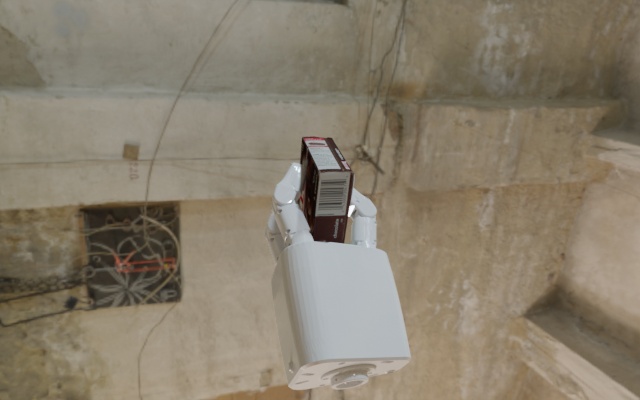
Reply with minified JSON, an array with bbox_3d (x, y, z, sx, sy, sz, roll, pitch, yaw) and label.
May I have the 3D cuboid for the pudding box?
[{"bbox_3d":[0.000,0.002,0.496,0.039,0.113,0.090,1,28,-15],"label":"pudding box"}]
